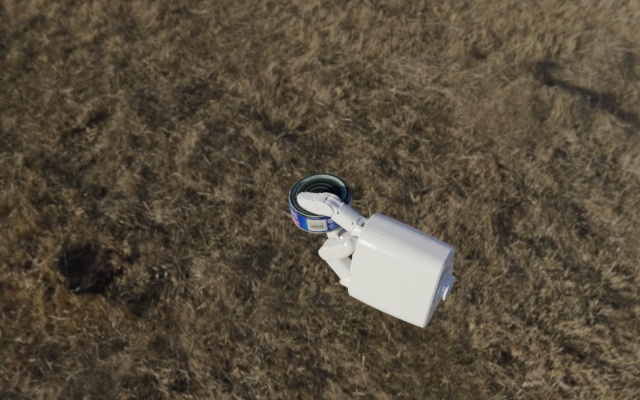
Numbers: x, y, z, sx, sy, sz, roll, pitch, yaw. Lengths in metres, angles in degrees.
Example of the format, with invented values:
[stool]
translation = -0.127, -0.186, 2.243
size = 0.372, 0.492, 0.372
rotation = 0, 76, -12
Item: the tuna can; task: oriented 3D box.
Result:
[tuna can]
translation = 0.000, 0.002, 0.650
size = 0.086, 0.086, 0.034
rotation = 0, -43, 9
